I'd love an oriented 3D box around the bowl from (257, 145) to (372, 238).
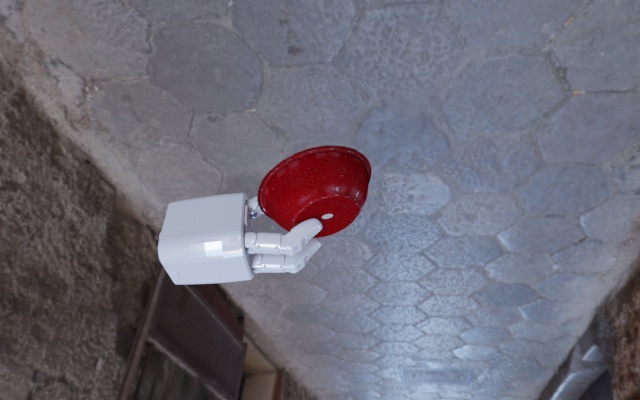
[{"bbox_3d":[0.001,0.002,0.635,0.162,0.055,0.162,-13,-35,-10],"label":"bowl"}]
